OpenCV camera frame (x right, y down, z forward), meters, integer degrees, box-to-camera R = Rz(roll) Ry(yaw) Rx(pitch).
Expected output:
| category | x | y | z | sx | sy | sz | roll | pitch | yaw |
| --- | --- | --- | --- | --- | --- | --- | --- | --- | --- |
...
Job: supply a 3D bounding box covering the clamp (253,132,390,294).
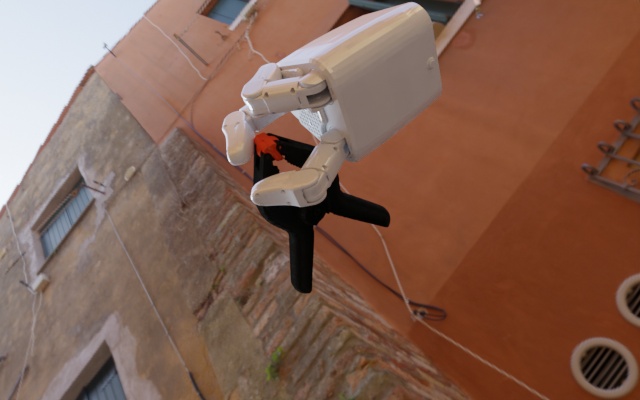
| category | x | y | z | sx | sy | sz | roll | pitch | yaw |
| --- | --- | --- | --- | --- | --- | --- | --- | --- | --- |
| clamp | 0.000 | 0.001 | 0.440 | 0.120 | 0.172 | 0.039 | -37 | 41 | -16 |
